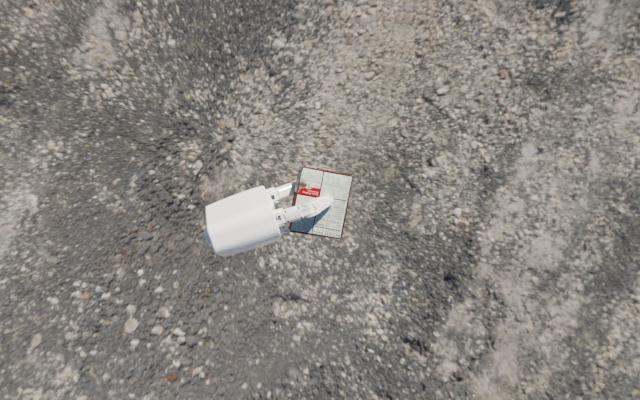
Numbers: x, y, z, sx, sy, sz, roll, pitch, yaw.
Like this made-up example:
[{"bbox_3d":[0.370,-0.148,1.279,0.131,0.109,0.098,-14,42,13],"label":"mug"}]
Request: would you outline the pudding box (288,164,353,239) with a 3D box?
[{"bbox_3d":[0.000,0.003,0.794,0.090,0.113,0.039,10,7,-9],"label":"pudding box"}]
